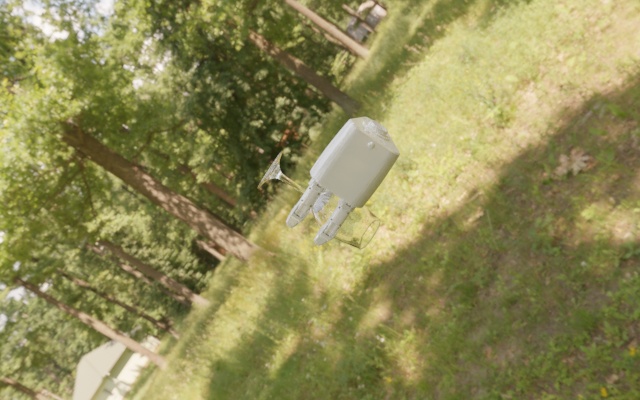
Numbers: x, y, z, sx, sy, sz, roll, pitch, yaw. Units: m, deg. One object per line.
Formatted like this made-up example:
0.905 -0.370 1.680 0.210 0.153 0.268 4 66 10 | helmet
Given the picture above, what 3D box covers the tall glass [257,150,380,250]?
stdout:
-0.001 0.002 0.789 0.201 0.079 0.079 33 -4 -7 | tall glass
